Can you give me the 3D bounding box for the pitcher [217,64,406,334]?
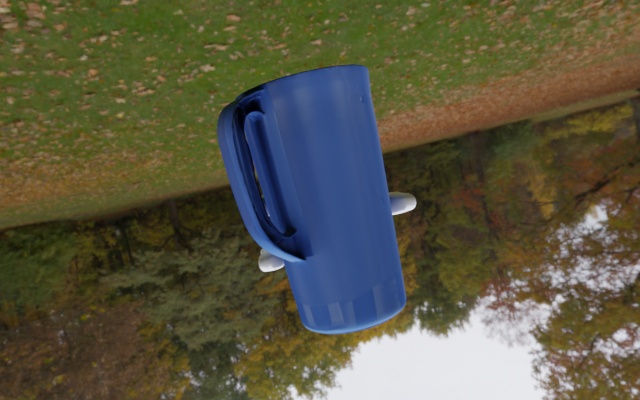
[{"bbox_3d":[0.000,0.002,0.466,0.149,0.243,0.145,-13,3,-3],"label":"pitcher"}]
